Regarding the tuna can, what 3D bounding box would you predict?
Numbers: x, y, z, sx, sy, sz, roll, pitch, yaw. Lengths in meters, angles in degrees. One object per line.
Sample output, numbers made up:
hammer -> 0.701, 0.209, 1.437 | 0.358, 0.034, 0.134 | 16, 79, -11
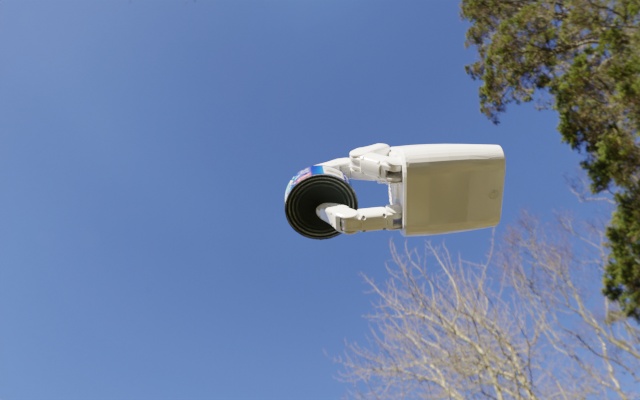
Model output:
tuna can -> 0.000, 0.002, 0.568 | 0.086, 0.086, 0.033 | 0, 27, -5
